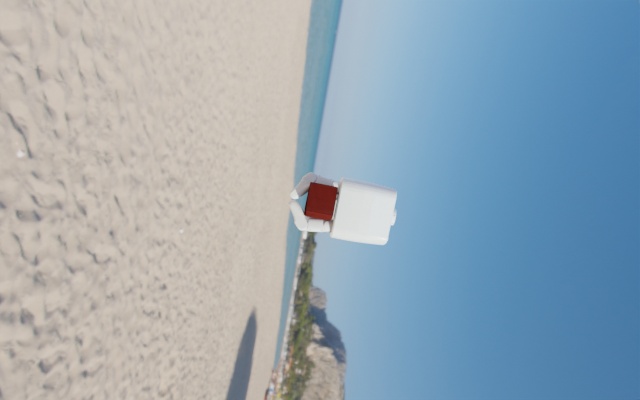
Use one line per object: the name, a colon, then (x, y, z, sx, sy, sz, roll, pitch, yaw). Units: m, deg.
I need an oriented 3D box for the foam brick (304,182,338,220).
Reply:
foam brick: (0.000, 0.003, 0.863, 0.051, 0.053, 0.078, 12, -9, -1)
